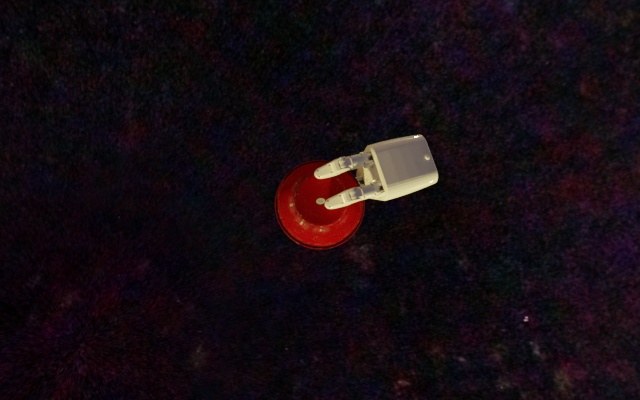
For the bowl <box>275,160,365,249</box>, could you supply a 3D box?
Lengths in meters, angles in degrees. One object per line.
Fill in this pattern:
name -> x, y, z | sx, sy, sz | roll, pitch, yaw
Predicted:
bowl -> -0.001, 0.003, 0.829 | 0.162, 0.162, 0.055 | 0, -8, -2
